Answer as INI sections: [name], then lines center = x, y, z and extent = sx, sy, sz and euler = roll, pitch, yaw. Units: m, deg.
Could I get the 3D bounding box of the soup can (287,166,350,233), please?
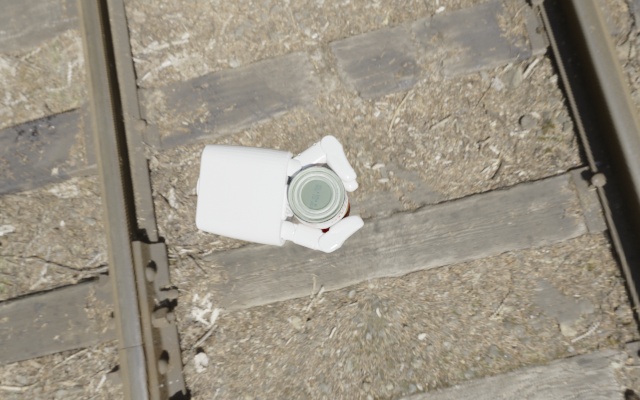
[soup can]
center = 0.001, 0.002, 0.582
extent = 0.068, 0.068, 0.102
euler = 0, -11, 6
